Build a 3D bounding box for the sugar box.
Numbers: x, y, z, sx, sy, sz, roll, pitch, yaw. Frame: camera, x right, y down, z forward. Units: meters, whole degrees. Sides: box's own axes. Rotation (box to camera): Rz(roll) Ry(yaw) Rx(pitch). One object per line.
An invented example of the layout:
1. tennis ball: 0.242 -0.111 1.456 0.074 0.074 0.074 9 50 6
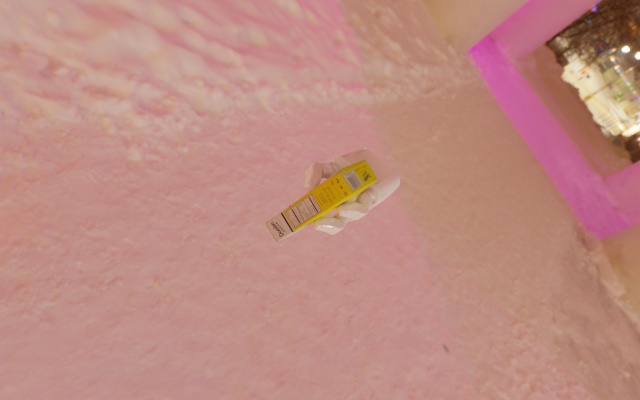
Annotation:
1. sugar box: 0.001 0.003 0.777 0.176 0.048 0.093 -37 -6 35
